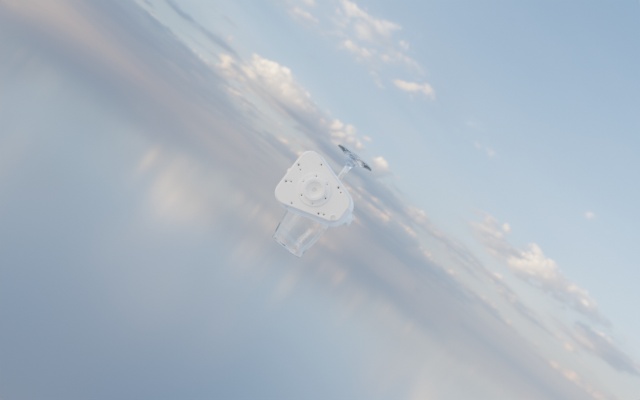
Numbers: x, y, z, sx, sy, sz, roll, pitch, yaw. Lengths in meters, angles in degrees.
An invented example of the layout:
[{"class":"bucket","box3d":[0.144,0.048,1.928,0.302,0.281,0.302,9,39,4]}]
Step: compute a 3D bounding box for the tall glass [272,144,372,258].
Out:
[{"class":"tall glass","box3d":[0.001,0.002,0.839,0.079,0.201,0.079,38,-1,1]}]
